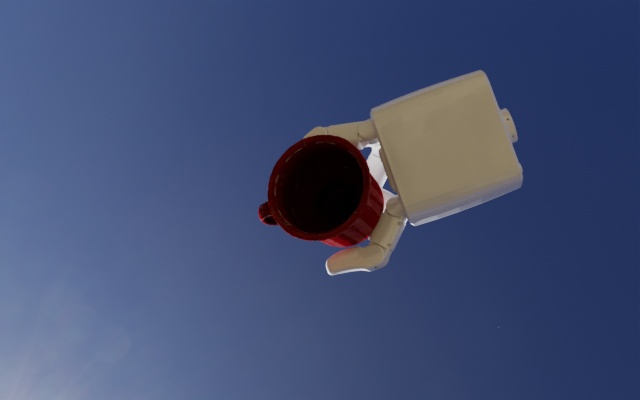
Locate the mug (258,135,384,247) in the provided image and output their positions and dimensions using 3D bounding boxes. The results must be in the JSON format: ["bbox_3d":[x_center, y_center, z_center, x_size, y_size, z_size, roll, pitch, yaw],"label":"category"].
[{"bbox_3d":[-0.001,0.002,0.441,0.117,0.093,0.081,-20,-20,15],"label":"mug"}]
